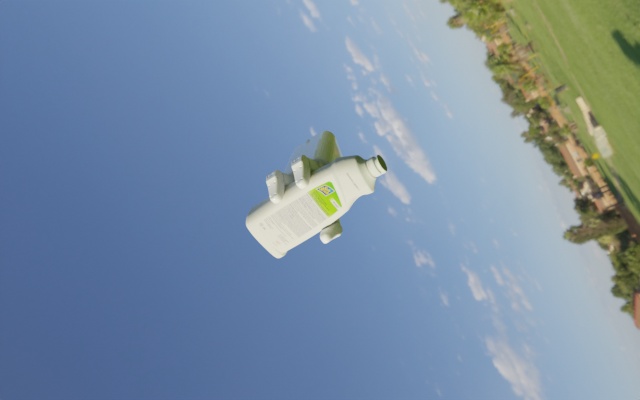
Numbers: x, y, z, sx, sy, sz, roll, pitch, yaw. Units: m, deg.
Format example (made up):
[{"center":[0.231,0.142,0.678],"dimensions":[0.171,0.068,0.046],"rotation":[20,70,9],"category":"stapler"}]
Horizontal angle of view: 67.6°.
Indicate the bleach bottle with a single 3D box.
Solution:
[{"center":[0.000,0.003,0.782],"dimensions":[0.251,0.103,0.068],"rotation":[-28,27,26],"category":"bleach bottle"}]
